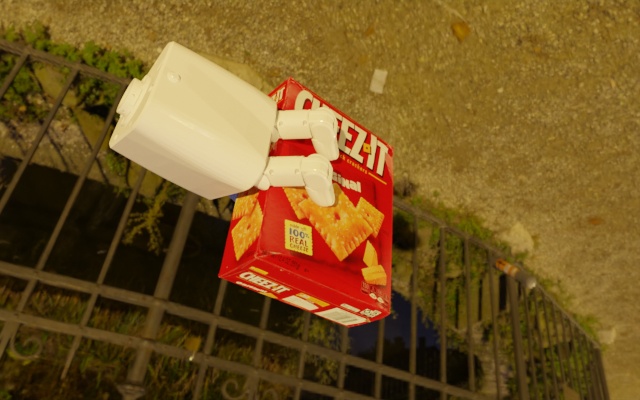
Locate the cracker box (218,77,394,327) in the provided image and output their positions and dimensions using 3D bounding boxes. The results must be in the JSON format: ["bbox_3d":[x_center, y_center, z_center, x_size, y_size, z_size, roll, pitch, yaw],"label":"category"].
[{"bbox_3d":[0.000,0.002,0.496,0.164,0.213,0.072,29,-38,-31],"label":"cracker box"}]
